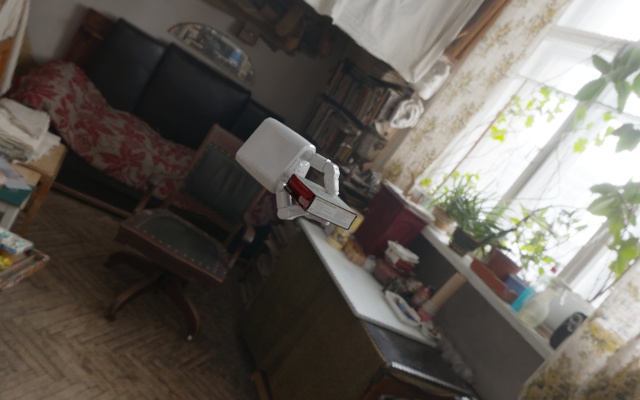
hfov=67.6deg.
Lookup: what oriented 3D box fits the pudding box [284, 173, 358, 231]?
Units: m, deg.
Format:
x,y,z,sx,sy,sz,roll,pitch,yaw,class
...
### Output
x,y,z,sx,sy,sz,roll,pitch,yaw,class
0.000,0.003,0.855,0.113,0.039,0.090,23,15,-40,pudding box
